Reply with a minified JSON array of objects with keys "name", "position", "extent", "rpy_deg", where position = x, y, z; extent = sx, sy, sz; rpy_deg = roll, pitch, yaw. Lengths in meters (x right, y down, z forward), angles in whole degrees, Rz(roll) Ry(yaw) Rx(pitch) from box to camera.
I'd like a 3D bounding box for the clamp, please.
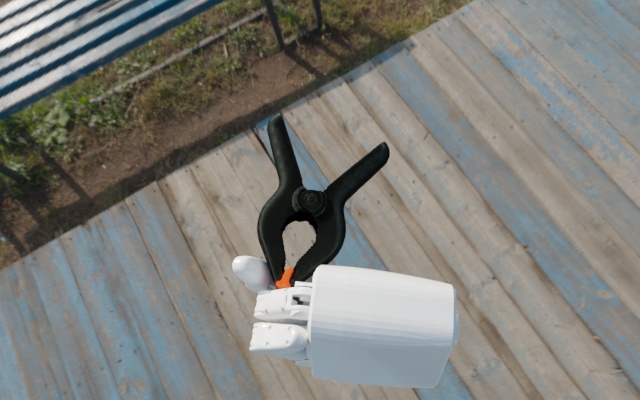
[{"name":"clamp","position":[0.000,0.001,0.436],"extent":[0.120,0.171,0.039],"rpy_deg":[6,-20,4]}]
